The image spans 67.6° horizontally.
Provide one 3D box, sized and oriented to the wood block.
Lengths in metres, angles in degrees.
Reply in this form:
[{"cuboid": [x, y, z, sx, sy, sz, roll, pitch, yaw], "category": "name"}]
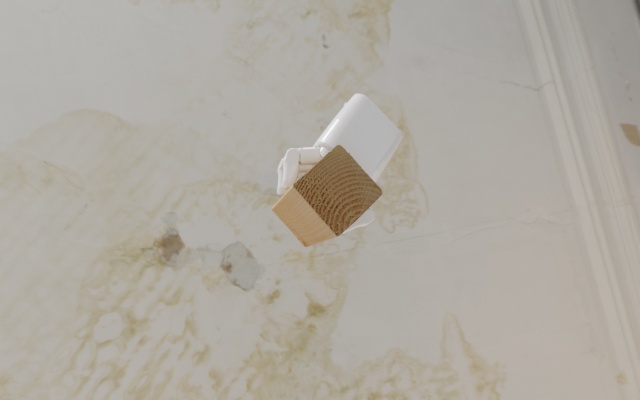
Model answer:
[{"cuboid": [0.001, 0.002, 0.713, 0.090, 0.091, 0.206, -43, 2, -16], "category": "wood block"}]
